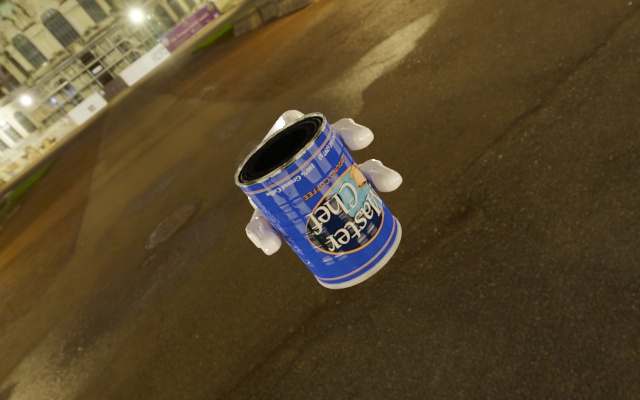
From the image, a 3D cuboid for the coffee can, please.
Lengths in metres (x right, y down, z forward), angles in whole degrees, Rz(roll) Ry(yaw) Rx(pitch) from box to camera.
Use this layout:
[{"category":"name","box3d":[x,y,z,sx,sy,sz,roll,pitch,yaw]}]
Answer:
[{"category":"coffee can","box3d":[0.000,0.002,0.465,0.103,0.140,0.102,-30,26,16]}]
